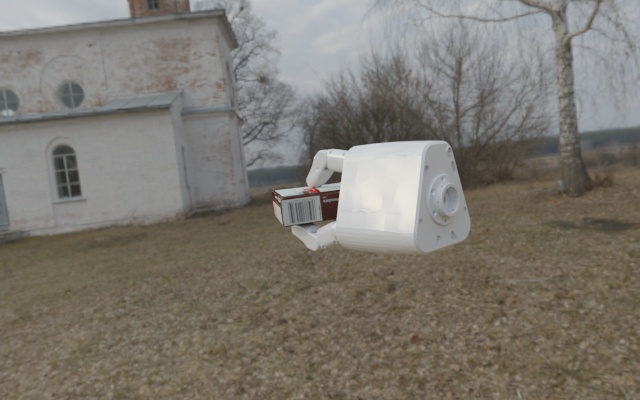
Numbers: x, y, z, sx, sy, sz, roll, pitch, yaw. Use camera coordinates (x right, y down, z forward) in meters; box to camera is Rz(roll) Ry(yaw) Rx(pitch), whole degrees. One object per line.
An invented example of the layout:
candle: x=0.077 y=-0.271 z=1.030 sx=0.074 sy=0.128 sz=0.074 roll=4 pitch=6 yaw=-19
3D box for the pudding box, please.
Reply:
pudding box: x=0.000 y=0.002 z=0.602 sx=0.113 sy=0.039 sz=0.090 roll=-6 pitch=7 yaw=-12
